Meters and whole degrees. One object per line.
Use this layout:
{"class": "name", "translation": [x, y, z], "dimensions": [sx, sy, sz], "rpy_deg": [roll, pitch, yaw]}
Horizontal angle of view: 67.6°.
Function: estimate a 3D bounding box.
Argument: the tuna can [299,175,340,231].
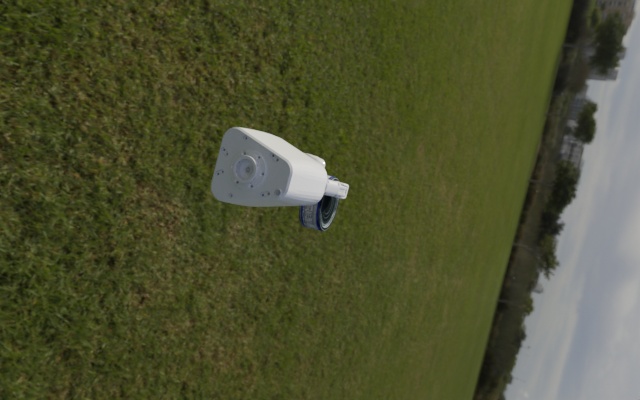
{"class": "tuna can", "translation": [0.001, 0.003, 0.726], "dimensions": [0.034, 0.086, 0.086], "rpy_deg": [13, 4, 19]}
